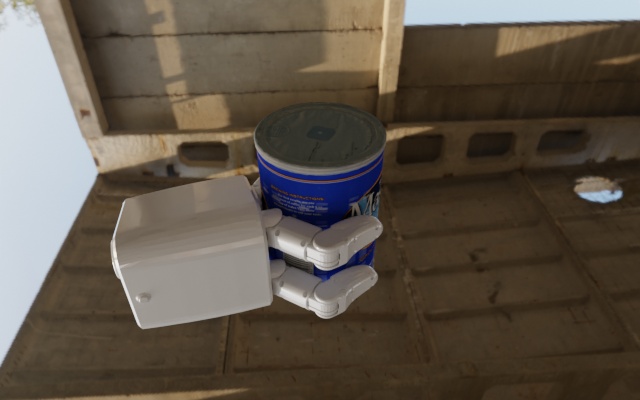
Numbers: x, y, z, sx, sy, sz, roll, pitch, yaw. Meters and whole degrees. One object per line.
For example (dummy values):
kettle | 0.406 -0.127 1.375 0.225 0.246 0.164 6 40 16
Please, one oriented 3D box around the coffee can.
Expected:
coffee can | 0.000 0.001 0.412 0.103 0.140 0.102 0 38 0
